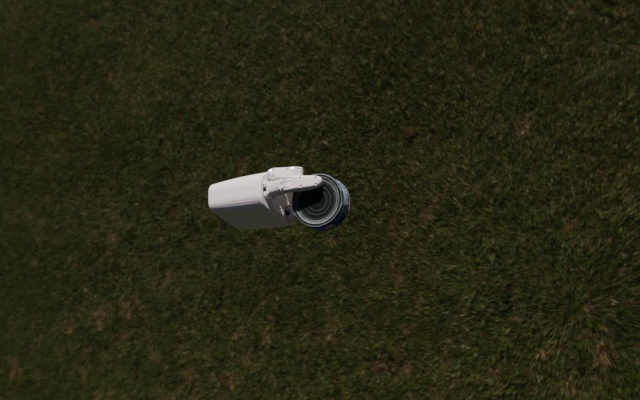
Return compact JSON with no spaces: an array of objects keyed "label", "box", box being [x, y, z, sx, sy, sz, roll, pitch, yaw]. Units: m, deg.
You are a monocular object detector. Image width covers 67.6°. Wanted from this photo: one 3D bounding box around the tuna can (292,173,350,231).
[{"label":"tuna can","box":[0.000,0.002,0.735,0.086,0.086,0.034,0,-11,23]}]
